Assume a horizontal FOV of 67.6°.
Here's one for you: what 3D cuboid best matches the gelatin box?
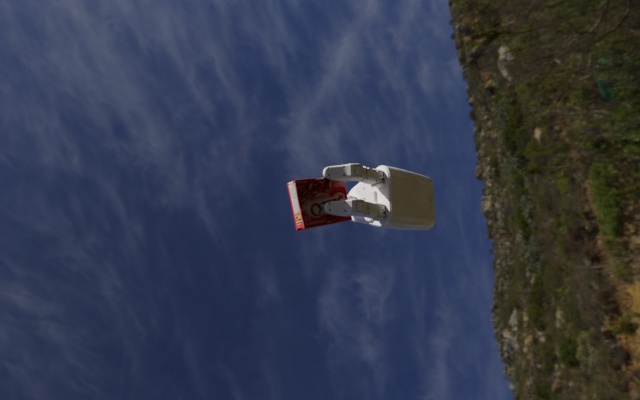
[{"bbox_3d":[0.000,0.002,0.721,0.089,0.073,0.030,-8,-6,-32],"label":"gelatin box"}]
